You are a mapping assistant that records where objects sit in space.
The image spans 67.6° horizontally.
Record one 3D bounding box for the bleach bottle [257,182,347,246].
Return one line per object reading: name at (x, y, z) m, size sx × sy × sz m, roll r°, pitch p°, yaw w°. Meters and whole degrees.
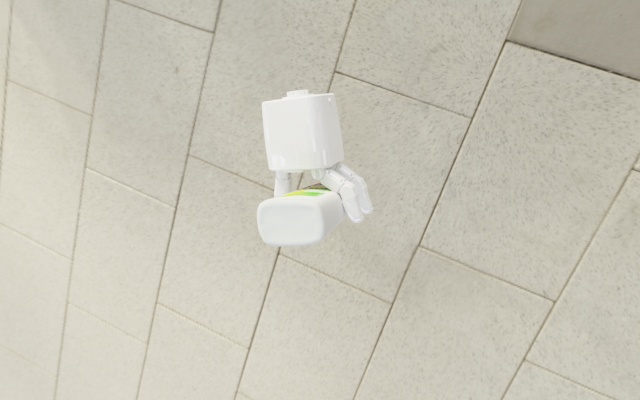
bleach bottle at (0.000, 0.003, 0.755) m, size 0.102 × 0.068 × 0.250 m, roll -2°, pitch 13°, yaw 20°
